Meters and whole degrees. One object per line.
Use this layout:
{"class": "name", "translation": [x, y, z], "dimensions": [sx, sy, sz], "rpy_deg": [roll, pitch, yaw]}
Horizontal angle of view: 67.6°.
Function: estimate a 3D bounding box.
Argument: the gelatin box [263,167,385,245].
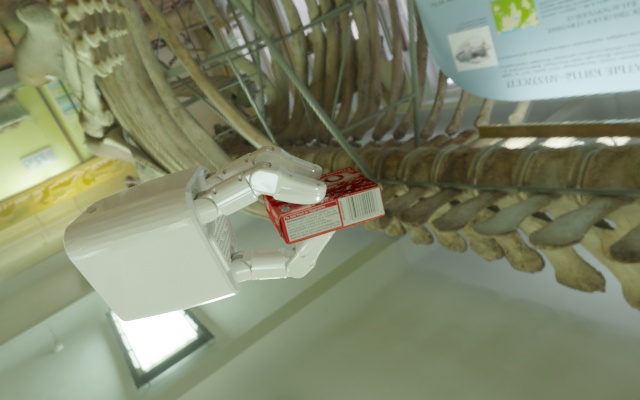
{"class": "gelatin box", "translation": [0.000, 0.002, 0.413], "dimensions": [0.089, 0.030, 0.073], "rpy_deg": [-16, 20, -11]}
